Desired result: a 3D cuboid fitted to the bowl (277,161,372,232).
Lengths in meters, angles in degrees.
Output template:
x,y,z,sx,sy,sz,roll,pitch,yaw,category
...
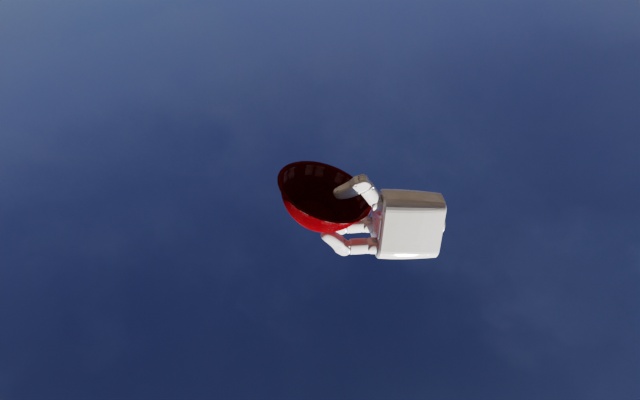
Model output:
x,y,z,sx,sy,sz,roll,pitch,yaw,category
-0.001,0.002,0.791,0.162,0.055,0.162,15,35,-11,bowl
